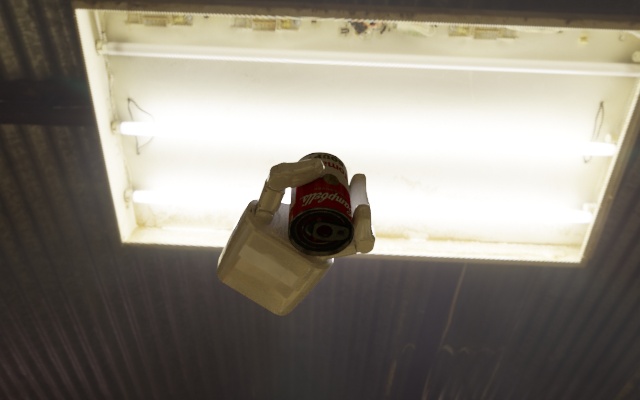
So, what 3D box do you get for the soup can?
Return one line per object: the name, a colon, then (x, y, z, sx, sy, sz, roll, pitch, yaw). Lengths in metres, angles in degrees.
soup can: (0.000, 0.001, 0.523, 0.068, 0.069, 0.102, 0, 40, -1)
